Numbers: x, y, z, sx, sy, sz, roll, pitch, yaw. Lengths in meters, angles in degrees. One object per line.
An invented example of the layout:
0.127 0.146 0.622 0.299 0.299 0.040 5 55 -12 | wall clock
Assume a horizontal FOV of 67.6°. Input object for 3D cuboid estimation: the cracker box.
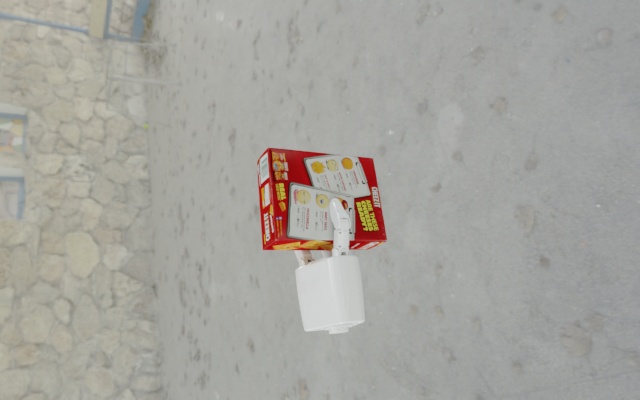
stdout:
0.000 0.003 0.842 0.214 0.164 0.072 3 -21 -28 | cracker box
